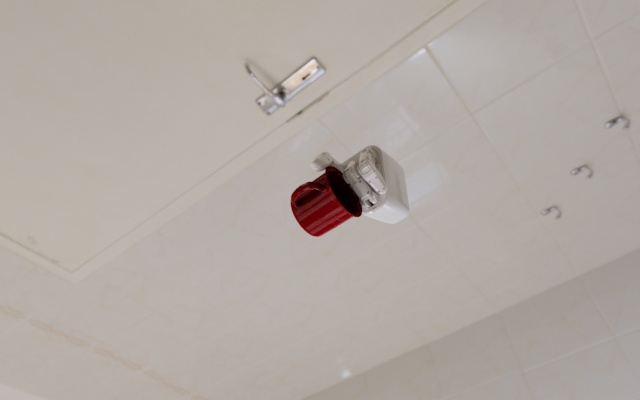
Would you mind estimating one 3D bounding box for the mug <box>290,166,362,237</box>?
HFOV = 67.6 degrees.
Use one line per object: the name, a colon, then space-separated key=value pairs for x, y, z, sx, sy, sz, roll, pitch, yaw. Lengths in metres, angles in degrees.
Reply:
mug: x=-0.001 y=0.002 z=0.749 sx=0.081 sy=0.093 sz=0.117 roll=-33 pitch=-31 yaw=23
